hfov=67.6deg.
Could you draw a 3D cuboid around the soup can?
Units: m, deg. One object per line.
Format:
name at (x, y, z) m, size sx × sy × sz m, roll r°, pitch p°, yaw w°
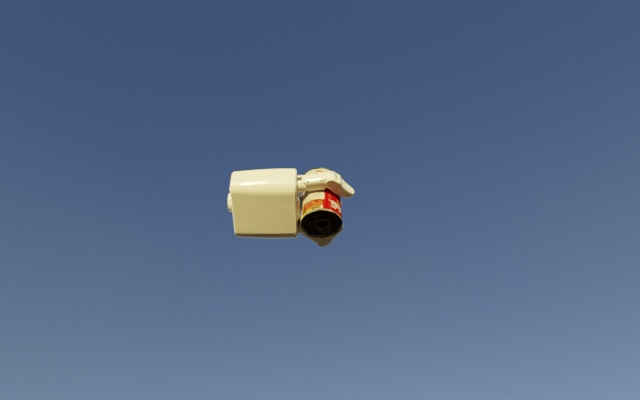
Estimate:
soup can at (0.001, 0.002, 0.800) m, size 0.068 × 0.102 × 0.069 m, roll -1°, pitch -45°, yaw -1°
